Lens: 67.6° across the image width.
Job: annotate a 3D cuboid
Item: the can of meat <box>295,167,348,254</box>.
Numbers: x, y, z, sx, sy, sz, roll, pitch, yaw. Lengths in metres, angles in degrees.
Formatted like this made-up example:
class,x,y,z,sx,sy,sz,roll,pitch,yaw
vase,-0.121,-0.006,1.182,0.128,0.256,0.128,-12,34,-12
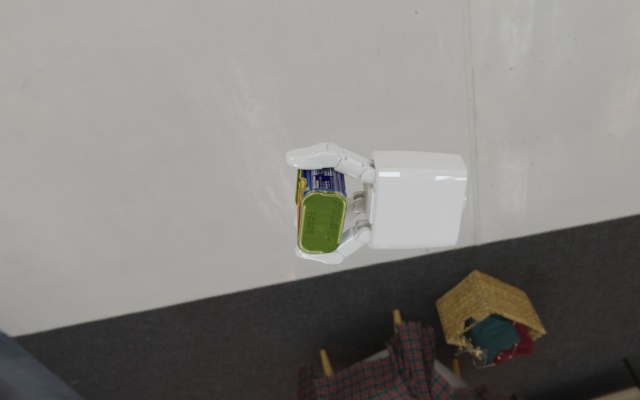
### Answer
class,x,y,z,sx,sy,sz,roll,pitch,yaw
can of meat,0.000,0.002,0.570,0.057,0.102,0.083,2,41,-6
